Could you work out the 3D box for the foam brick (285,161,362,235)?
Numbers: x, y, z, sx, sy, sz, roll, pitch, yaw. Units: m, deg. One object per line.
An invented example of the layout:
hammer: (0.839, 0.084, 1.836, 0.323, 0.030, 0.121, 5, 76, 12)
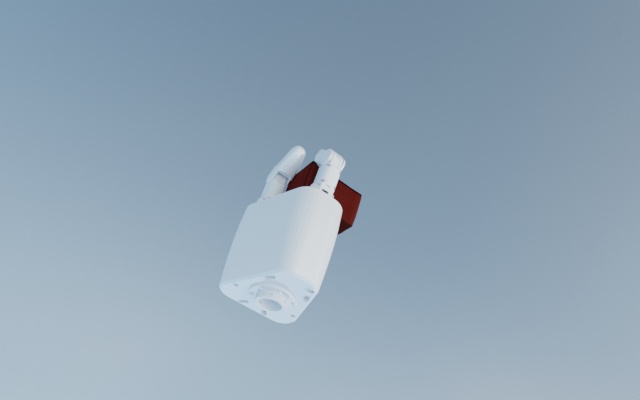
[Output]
foam brick: (0.000, 0.002, 0.570, 0.078, 0.051, 0.053, 33, -40, -20)
